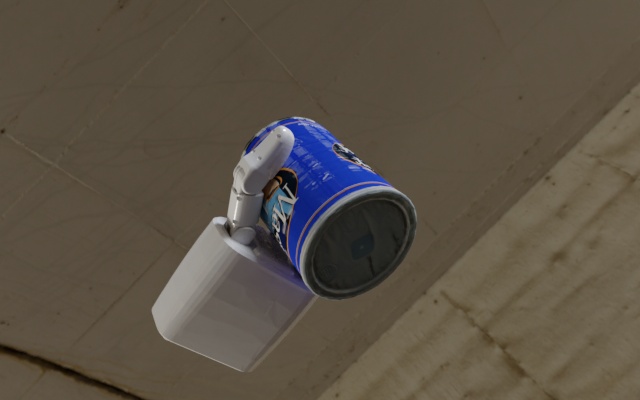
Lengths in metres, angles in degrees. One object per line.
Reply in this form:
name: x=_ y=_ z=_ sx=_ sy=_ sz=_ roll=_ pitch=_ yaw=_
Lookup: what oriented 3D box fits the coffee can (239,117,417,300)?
coffee can: x=0.000 y=0.001 z=0.415 sx=0.103 sy=0.103 sz=0.140 roll=0 pitch=30 yaw=-33
